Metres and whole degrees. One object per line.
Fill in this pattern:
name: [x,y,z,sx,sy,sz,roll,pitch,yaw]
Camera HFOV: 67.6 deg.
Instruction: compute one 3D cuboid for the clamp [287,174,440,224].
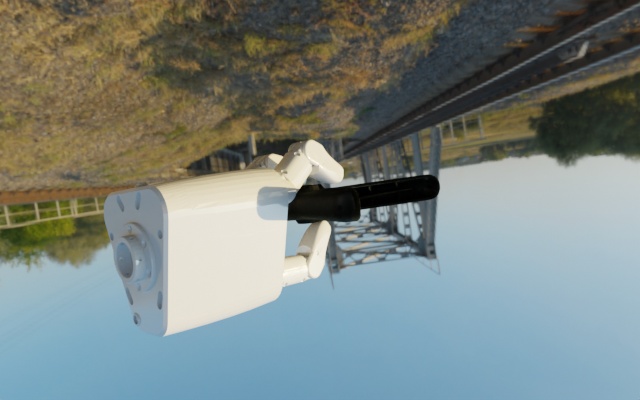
clamp: [0.000,0.002,0.462,0.210,0.036,0.164,-6,2,43]
